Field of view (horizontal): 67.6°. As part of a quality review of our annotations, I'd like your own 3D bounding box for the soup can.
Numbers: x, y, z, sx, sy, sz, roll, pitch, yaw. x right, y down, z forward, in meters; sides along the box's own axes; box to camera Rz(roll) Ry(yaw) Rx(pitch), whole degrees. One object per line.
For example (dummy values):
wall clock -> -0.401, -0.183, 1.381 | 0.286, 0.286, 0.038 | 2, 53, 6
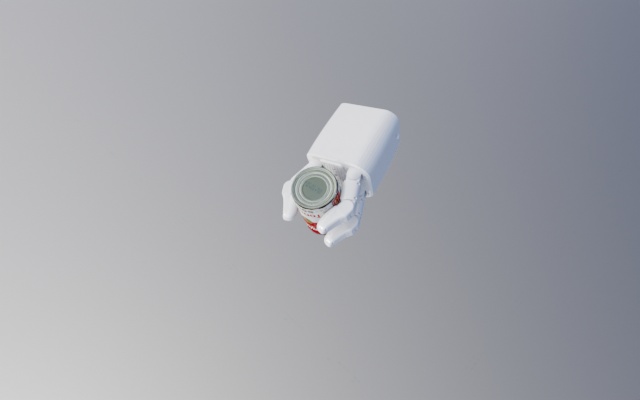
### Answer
soup can -> 0.000, 0.003, 0.700 | 0.068, 0.068, 0.102 | 0, -24, 11
